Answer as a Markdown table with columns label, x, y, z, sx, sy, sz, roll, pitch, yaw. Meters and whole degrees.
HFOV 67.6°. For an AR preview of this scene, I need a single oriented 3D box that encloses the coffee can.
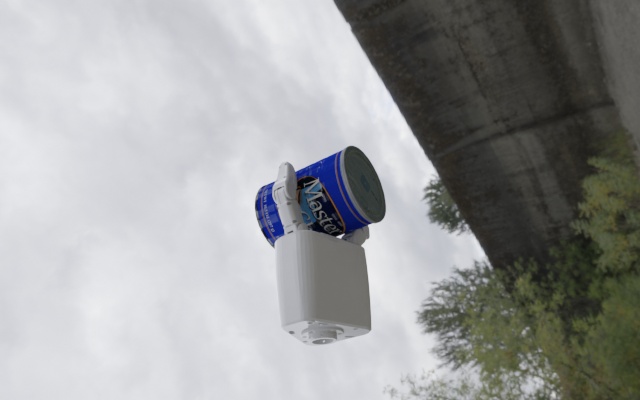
| label | x | y | z | sx | sy | sz | roll | pitch | yaw |
| --- | --- | --- | --- | --- | --- | --- | --- | --- | --- |
| coffee can | 0.000 | 0.002 | 0.627 | 0.140 | 0.103 | 0.103 | -23 | -11 | 27 |
